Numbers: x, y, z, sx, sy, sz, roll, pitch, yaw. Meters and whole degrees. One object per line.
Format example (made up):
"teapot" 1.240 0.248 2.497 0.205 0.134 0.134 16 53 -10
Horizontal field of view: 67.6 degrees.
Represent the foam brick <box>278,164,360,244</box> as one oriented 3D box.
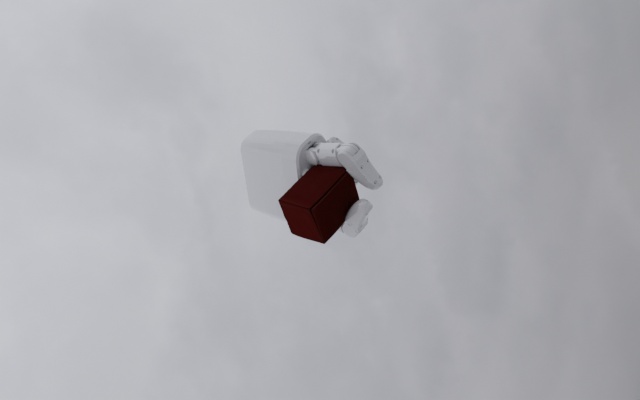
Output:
"foam brick" 0.000 0.002 0.544 0.051 0.053 0.078 13 46 37
